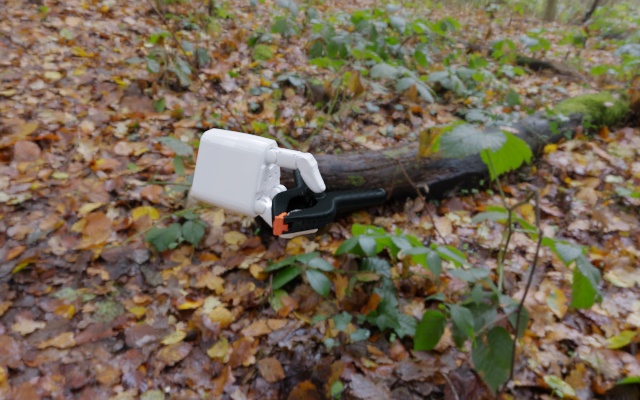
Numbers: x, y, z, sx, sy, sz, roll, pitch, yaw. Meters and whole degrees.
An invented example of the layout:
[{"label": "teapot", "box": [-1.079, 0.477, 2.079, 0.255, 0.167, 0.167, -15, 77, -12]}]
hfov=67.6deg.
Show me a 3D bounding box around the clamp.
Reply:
[{"label": "clamp", "box": [0.000, 0.002, 0.706, 0.164, 0.036, 0.210, 14, 25, 16]}]
